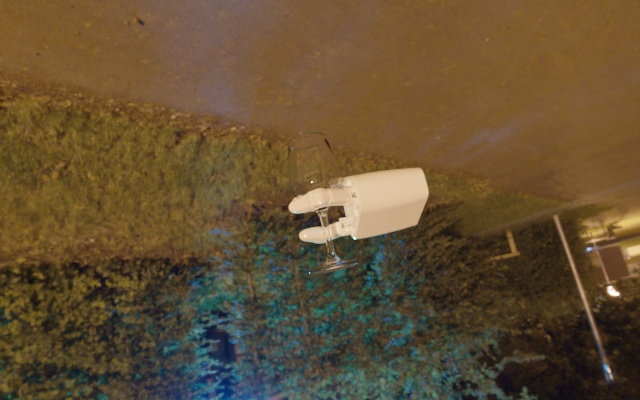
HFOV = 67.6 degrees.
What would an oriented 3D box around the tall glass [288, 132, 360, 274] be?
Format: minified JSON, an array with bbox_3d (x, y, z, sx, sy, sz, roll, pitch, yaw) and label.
[{"bbox_3d":[0.000,0.003,0.708,0.079,0.201,0.079,-12,-15,-3],"label":"tall glass"}]
